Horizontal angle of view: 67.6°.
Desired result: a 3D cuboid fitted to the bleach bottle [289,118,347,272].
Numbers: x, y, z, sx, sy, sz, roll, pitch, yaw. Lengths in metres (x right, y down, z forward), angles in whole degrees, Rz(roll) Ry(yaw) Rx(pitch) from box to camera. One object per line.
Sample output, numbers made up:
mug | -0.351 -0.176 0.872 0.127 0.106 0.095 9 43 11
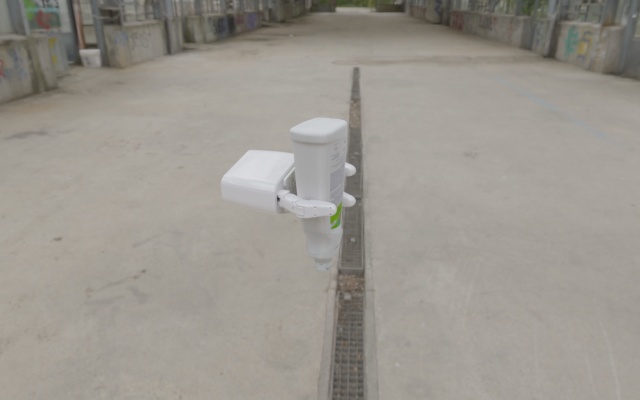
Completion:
bleach bottle | 0.000 0.002 0.758 0.068 0.251 0.102 11 25 24
